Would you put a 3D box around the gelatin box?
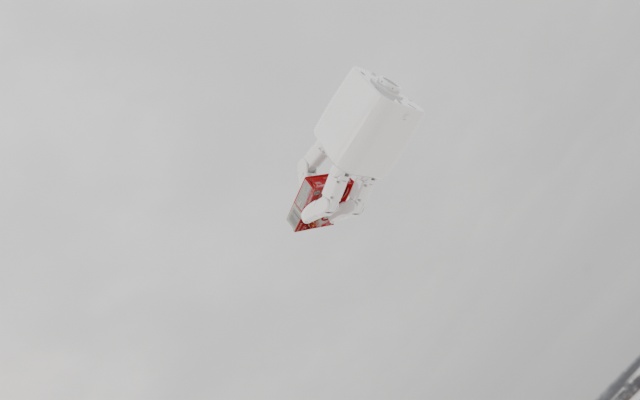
[{"bbox_3d":[0.000,0.002,0.686,0.073,0.089,0.030,-9,49,-37],"label":"gelatin box"}]
